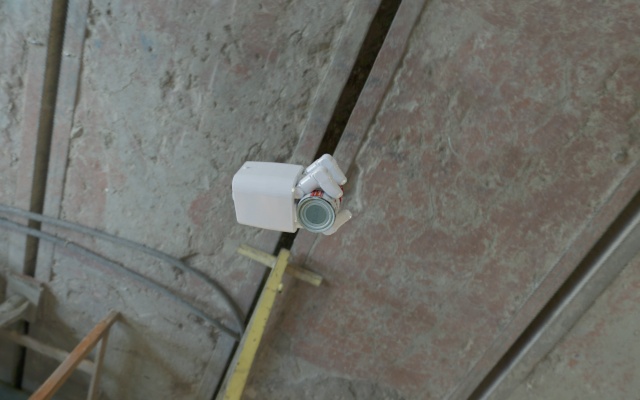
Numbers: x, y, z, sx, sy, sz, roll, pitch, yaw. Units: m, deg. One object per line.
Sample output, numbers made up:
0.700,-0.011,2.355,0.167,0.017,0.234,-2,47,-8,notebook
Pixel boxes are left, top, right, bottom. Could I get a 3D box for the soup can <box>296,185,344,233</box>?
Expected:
0.001,0.003,0.821,0.068,0.068,0.102,0,25,11,soup can
